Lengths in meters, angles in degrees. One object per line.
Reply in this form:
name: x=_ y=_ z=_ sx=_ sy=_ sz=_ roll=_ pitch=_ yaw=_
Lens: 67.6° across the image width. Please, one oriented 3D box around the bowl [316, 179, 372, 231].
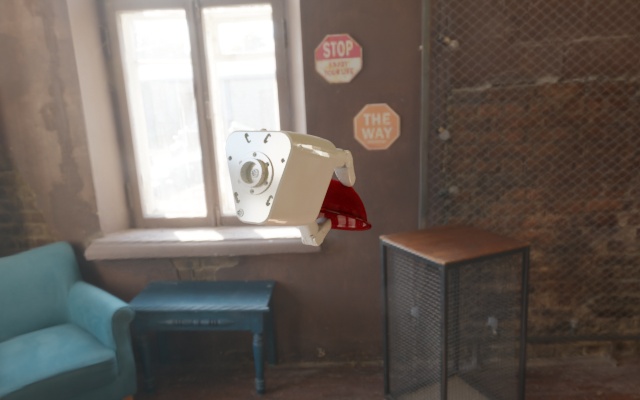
bowl: x=0.000 y=0.002 z=0.712 sx=0.162 sy=0.055 sz=0.162 roll=10 pitch=-11 yaw=2
